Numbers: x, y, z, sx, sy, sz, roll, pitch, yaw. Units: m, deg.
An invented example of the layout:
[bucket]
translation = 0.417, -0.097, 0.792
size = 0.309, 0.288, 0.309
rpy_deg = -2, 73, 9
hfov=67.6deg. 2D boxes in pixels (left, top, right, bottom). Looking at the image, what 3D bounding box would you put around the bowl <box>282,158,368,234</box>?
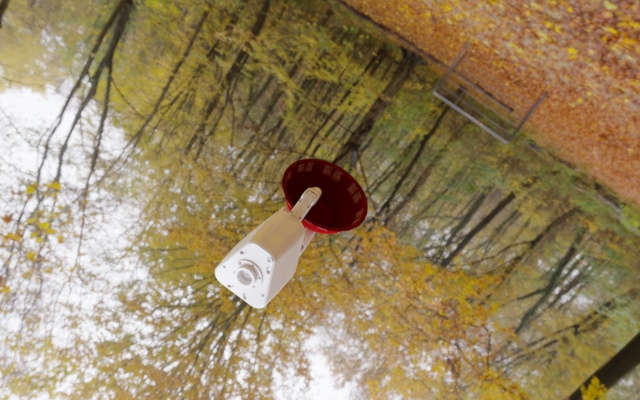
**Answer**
[bowl]
translation = 0.001, 0.003, 0.845
size = 0.162, 0.162, 0.055
rpy_deg = 0, -37, -28
